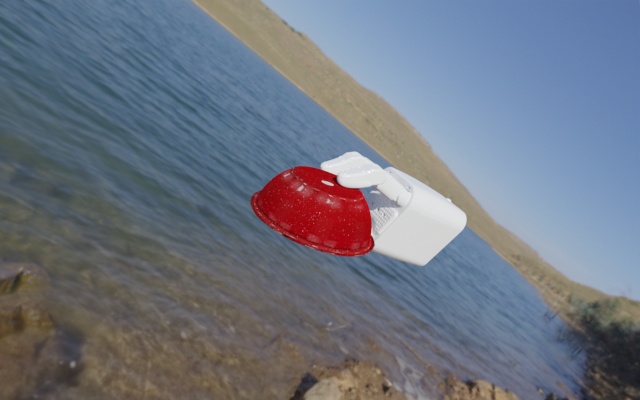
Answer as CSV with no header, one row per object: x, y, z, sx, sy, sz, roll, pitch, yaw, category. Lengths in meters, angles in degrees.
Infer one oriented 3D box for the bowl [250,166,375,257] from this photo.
-0.001,0.001,0.576,0.162,0.055,0.162,19,19,-7,bowl
